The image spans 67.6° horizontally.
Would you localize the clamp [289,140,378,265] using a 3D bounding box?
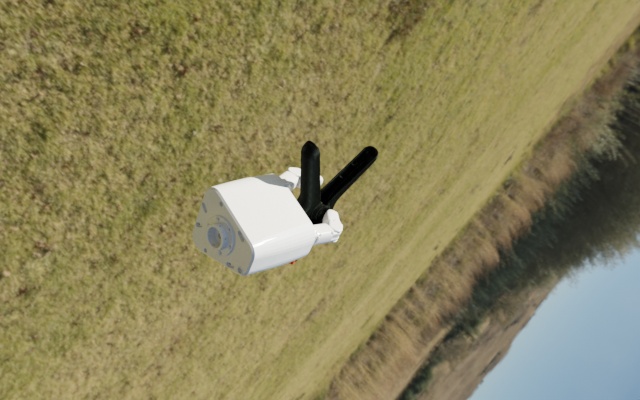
[{"bbox_3d":[0.000,0.003,0.695,0.036,0.210,0.164,41,32,29],"label":"clamp"}]
